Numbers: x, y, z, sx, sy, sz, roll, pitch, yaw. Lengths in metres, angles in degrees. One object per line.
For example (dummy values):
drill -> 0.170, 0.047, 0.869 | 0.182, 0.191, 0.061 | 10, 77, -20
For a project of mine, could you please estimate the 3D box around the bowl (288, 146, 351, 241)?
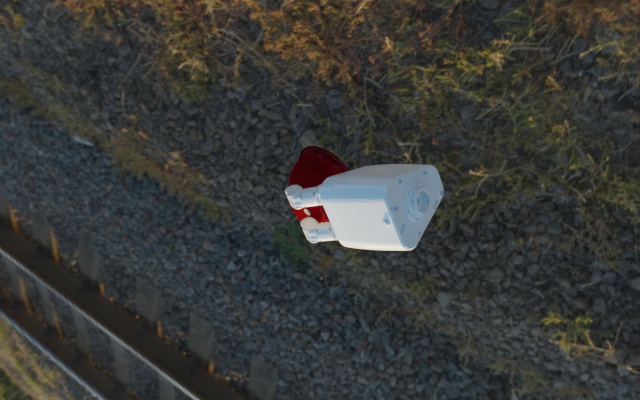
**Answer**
bowl -> -0.001, 0.003, 0.709 | 0.055, 0.162, 0.162 | -34, 16, -26
